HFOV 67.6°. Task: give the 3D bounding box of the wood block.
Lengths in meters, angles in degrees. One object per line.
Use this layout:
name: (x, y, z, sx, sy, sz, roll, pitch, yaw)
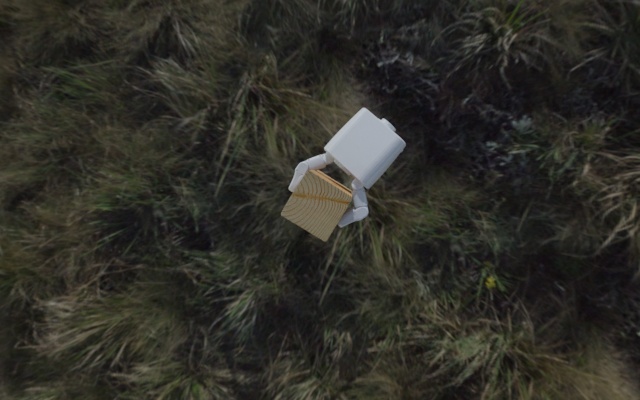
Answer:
wood block: (0.000, 0.002, 0.884, 0.091, 0.090, 0.206, 32, 5, 2)
